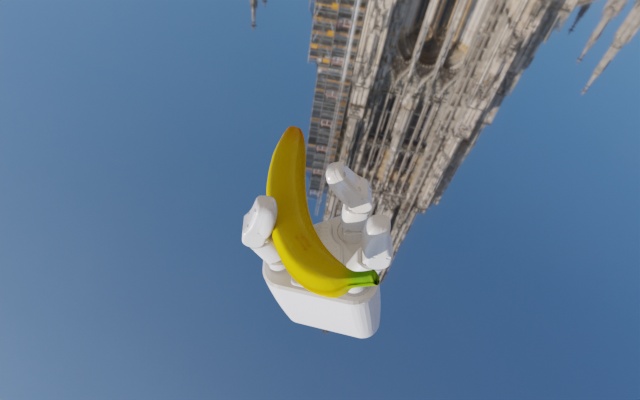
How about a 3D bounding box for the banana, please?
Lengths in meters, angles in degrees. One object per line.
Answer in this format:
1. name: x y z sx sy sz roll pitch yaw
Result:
1. banana: -0.014 0.014 0.420 0.069 0.197 0.037 -32 -39 6
